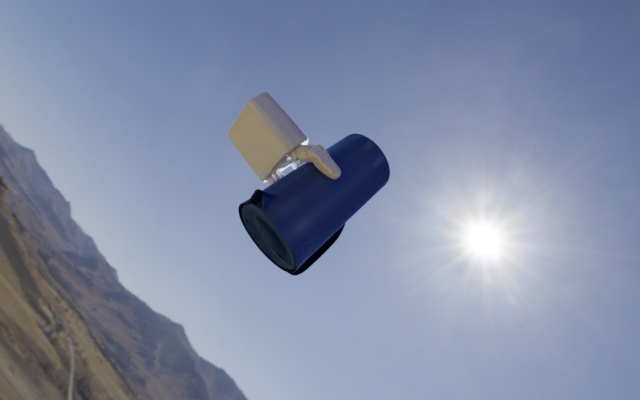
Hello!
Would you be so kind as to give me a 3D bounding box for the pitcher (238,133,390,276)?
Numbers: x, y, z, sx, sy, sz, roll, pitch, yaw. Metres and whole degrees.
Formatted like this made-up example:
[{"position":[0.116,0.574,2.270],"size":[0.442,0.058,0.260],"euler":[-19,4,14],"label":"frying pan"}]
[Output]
[{"position":[0.000,0.002,0.782],"size":[0.242,0.145,0.149],"euler":[-38,-3,-25],"label":"pitcher"}]
